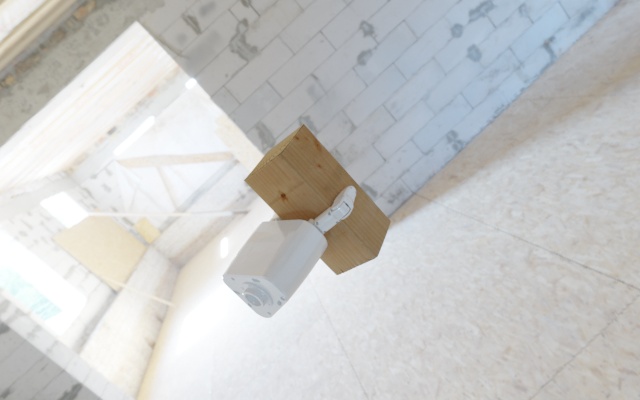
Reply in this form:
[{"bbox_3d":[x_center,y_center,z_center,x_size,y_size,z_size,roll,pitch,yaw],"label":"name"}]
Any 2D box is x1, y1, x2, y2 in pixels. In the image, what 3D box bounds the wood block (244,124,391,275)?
[{"bbox_3d":[0.000,0.002,0.720,0.091,0.206,0.090,-31,19,38],"label":"wood block"}]
